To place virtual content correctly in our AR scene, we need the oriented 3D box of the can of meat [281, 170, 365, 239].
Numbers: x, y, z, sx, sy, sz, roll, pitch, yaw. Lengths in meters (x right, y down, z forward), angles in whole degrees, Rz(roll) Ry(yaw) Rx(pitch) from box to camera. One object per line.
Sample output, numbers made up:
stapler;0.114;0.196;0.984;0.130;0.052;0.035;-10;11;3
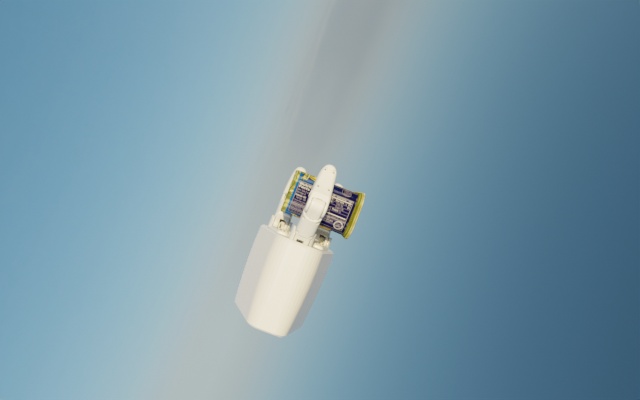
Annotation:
can of meat;0.000;0.002;0.578;0.084;0.057;0.102;21;1;-4
